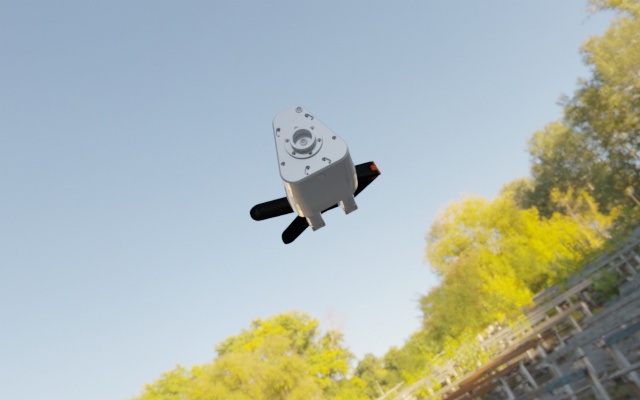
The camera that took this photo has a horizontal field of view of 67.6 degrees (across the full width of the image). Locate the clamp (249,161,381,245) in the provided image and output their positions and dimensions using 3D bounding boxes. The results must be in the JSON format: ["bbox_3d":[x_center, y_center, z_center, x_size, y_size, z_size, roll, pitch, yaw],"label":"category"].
[{"bbox_3d":[0.000,0.002,0.772,0.210,0.036,0.165,-27,-22,-3],"label":"clamp"}]
